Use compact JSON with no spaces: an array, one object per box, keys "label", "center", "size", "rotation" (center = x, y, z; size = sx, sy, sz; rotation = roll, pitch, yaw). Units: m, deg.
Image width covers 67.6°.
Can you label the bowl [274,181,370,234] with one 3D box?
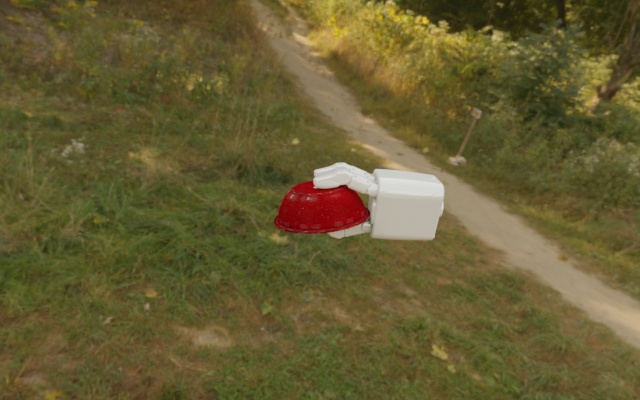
[{"label":"bowl","center":[-0.001,0.002,0.788],"size":[0.162,0.055,0.162],"rotation":[-5,16,2]}]
